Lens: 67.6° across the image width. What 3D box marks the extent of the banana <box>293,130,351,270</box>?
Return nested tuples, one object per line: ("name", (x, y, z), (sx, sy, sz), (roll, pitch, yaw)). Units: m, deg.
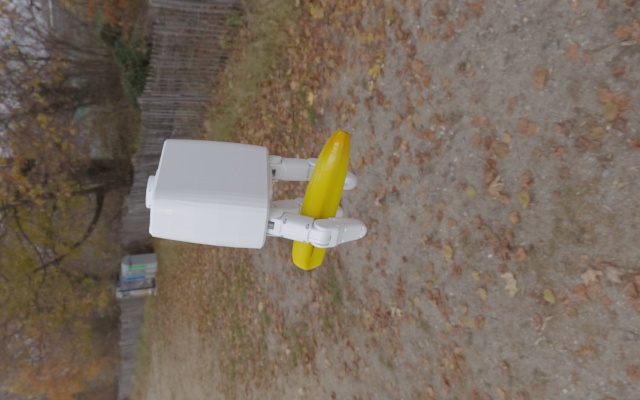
("banana", (-0.004, 0.017, 0.504), (0.037, 0.069, 0.198), (14, -43, 0))
